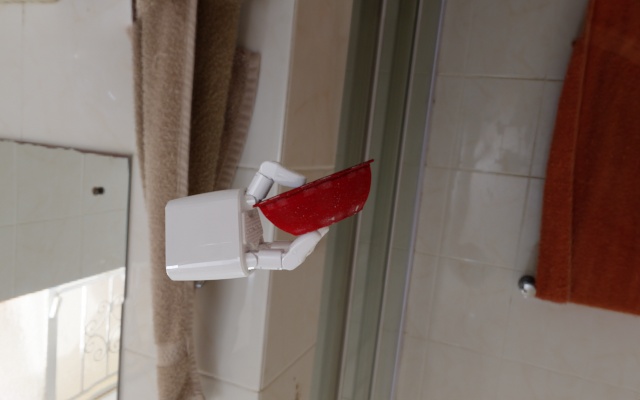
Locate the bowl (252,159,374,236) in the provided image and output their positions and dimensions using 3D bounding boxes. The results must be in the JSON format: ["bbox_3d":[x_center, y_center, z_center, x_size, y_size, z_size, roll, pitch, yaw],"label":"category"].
[{"bbox_3d":[0.001,0.002,0.592,0.162,0.055,0.162,-22,2,1],"label":"bowl"}]
